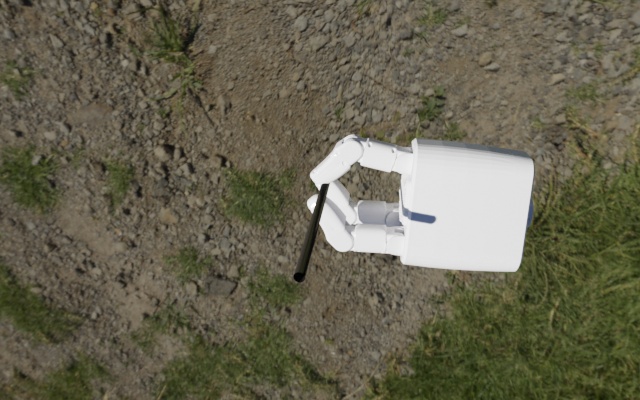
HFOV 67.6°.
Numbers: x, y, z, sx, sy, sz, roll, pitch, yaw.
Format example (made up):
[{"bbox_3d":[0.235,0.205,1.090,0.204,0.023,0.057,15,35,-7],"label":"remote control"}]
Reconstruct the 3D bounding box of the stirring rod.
[{"bbox_3d":[0.000,0.001,0.423,0.011,0.011,0.239,0,24,7],"label":"stirring rod"}]
